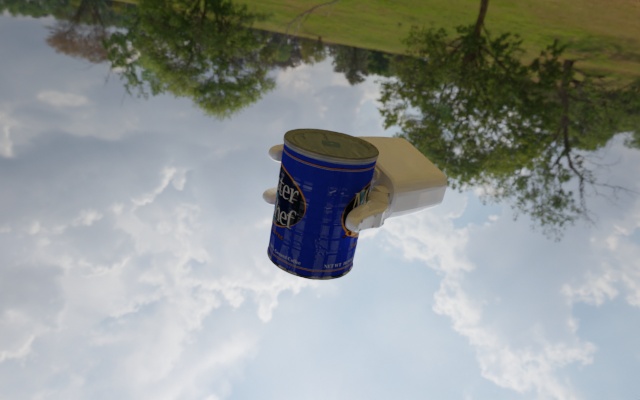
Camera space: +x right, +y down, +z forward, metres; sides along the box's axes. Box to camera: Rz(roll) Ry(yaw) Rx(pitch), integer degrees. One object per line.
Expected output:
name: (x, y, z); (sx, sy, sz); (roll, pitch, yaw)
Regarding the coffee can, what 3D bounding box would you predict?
coffee can: (0.000, 0.002, 0.531); (0.103, 0.140, 0.102); (9, 22, -4)
